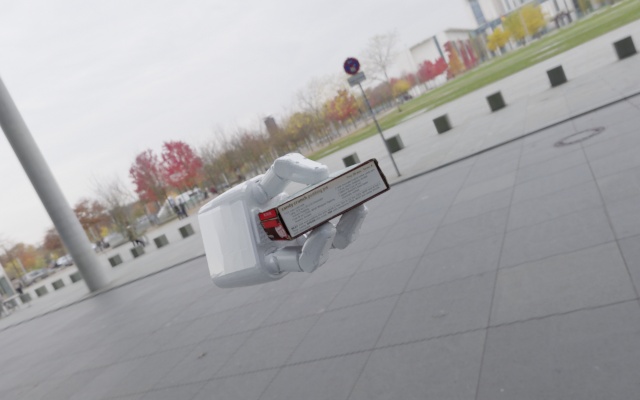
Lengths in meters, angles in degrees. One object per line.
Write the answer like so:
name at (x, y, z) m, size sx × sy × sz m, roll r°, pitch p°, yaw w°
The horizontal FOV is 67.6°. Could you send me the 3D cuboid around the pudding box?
pudding box at (0.000, 0.001, 0.477) m, size 0.113 × 0.039 × 0.090 m, roll -29°, pitch 5°, yaw -17°
